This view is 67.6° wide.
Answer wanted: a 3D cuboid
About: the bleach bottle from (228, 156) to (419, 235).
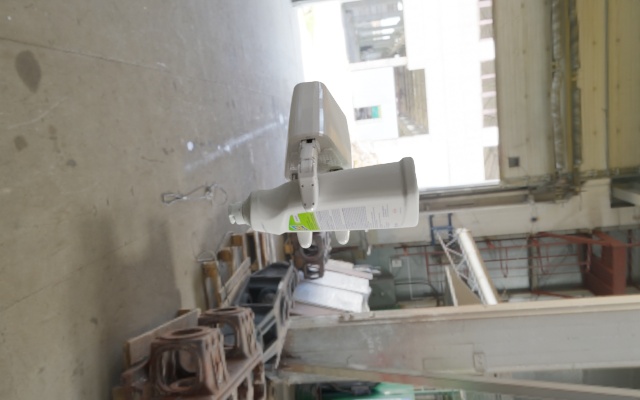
[{"bbox_3d":[0.000,0.002,0.633,0.251,0.068,0.103,-5,-34,7],"label":"bleach bottle"}]
